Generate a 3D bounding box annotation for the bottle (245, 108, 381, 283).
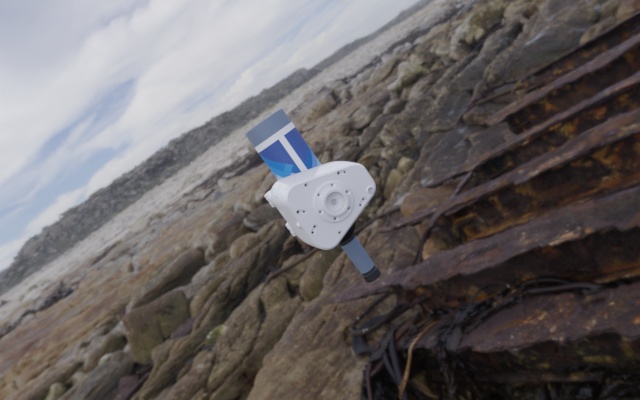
[{"bbox_3d":[0.000,0.002,0.723,0.069,0.296,0.069,-34,10,7],"label":"bottle"}]
